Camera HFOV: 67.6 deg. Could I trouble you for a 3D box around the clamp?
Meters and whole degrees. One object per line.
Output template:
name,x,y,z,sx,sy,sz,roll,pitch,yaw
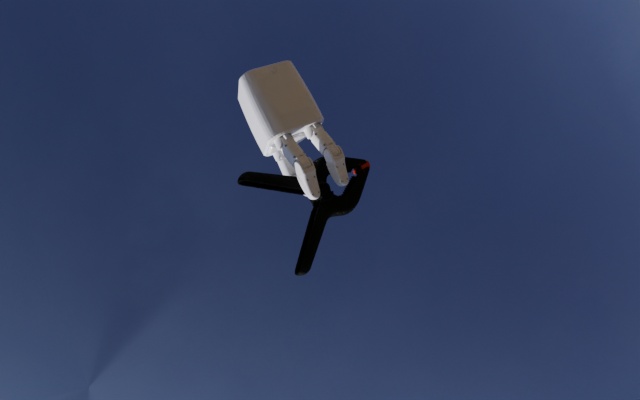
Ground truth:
clamp,0.000,0.002,0.710,0.210,0.164,0.036,-25,0,-31
